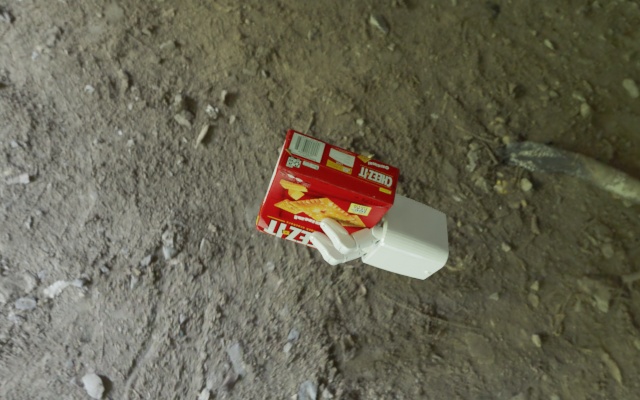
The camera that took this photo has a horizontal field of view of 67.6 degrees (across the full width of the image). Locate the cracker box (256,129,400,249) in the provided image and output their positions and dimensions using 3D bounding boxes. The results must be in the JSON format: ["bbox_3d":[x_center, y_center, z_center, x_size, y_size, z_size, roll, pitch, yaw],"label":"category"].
[{"bbox_3d":[0.000,0.002,0.722,0.164,0.072,0.214,19,-30,-7],"label":"cracker box"}]
